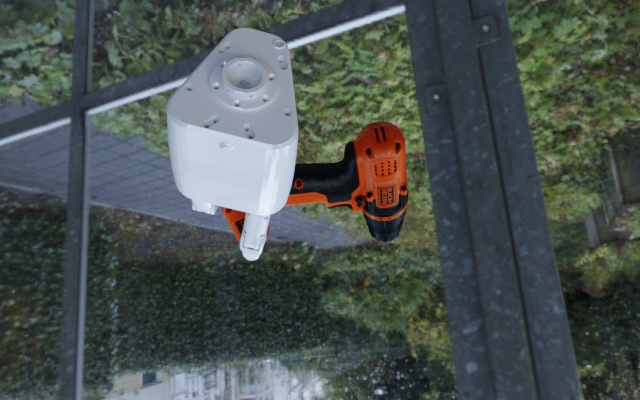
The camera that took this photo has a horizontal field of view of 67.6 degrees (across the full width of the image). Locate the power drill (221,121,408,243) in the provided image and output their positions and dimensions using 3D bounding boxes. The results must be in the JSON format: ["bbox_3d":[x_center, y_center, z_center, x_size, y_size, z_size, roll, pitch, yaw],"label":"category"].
[{"bbox_3d":[0.000,0.002,0.506,0.187,0.057,0.185,-12,-36,1],"label":"power drill"}]
